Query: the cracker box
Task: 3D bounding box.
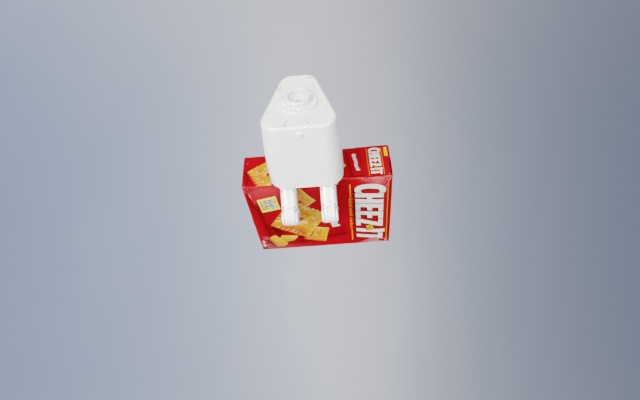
[{"bbox_3d":[0.000,0.002,0.740,0.214,0.072,0.164,-4,-39,3],"label":"cracker box"}]
